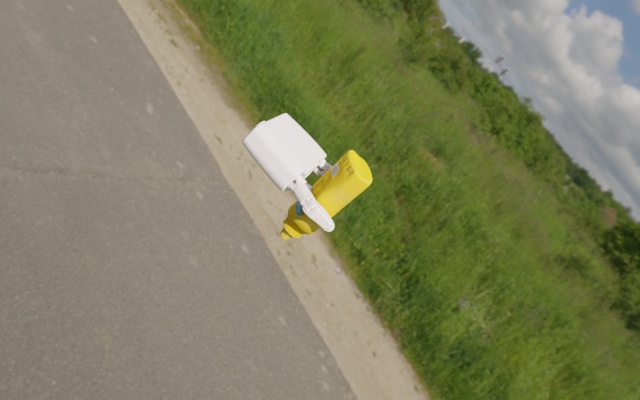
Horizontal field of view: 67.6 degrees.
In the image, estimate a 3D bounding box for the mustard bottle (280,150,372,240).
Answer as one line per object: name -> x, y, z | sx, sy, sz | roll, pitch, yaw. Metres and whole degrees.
mustard bottle -> 0.001, 0.003, 0.811 | 0.058, 0.192, 0.096 | 40, 22, -21
